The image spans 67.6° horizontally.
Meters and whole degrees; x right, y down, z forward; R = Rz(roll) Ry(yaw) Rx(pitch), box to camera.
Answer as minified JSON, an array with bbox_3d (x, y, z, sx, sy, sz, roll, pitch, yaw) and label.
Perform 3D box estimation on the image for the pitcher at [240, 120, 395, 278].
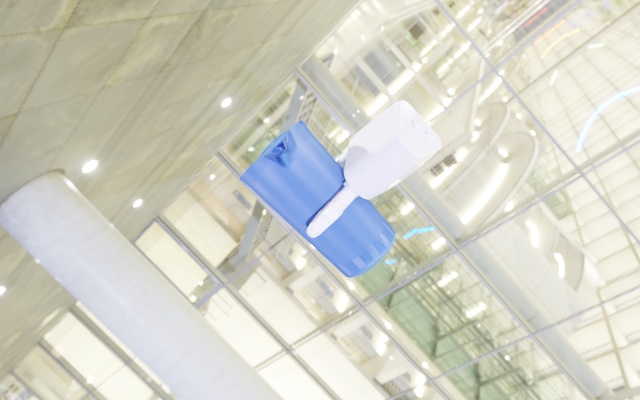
[{"bbox_3d":[0.000,0.002,0.763,0.145,0.243,0.149,-39,7,38],"label":"pitcher"}]
